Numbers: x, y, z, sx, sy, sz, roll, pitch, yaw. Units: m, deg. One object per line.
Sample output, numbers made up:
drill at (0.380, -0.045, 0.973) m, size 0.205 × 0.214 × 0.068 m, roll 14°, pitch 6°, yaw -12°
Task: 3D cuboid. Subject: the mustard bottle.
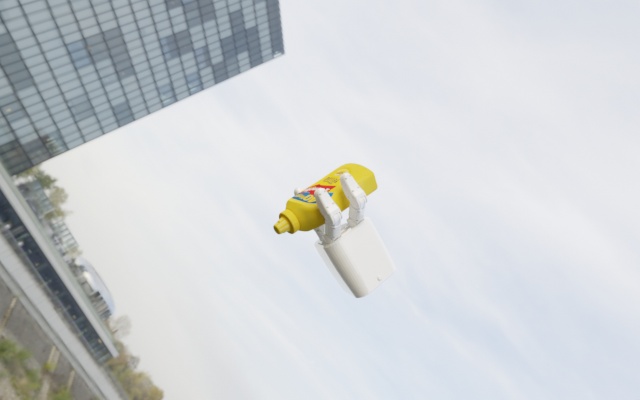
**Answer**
mustard bottle at (0.000, 0.002, 0.807) m, size 0.191 × 0.058 × 0.096 m, roll -33°, pitch 30°, yaw -28°
